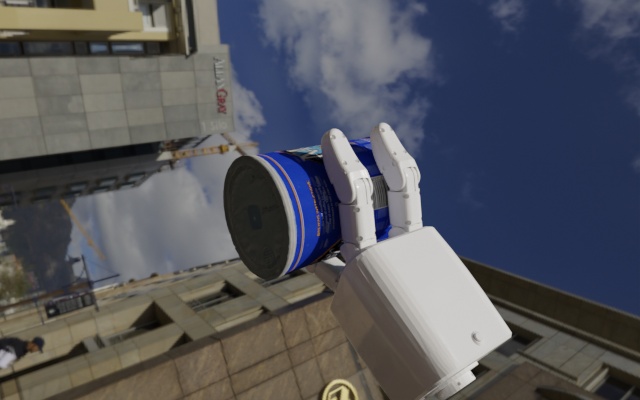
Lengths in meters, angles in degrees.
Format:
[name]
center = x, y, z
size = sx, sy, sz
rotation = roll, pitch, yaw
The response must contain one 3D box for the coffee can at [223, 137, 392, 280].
[coffee can]
center = 0.000, 0.001, 0.425
size = 0.140, 0.103, 0.103
rotation = -14, 8, -36
